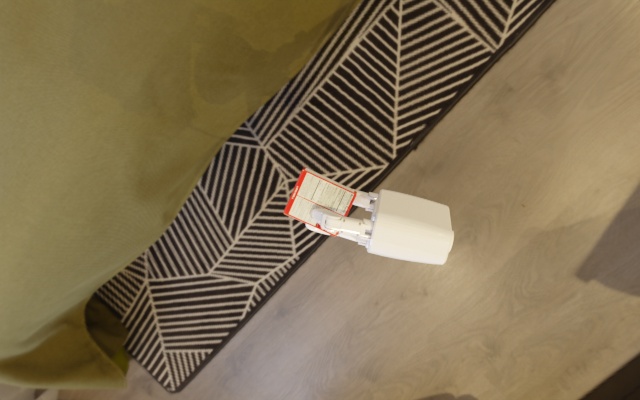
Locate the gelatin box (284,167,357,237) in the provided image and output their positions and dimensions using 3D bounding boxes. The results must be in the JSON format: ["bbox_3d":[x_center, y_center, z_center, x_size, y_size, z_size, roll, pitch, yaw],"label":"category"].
[{"bbox_3d":[0.000,0.002,0.712,0.089,0.073,0.030,24,12,-1],"label":"gelatin box"}]
